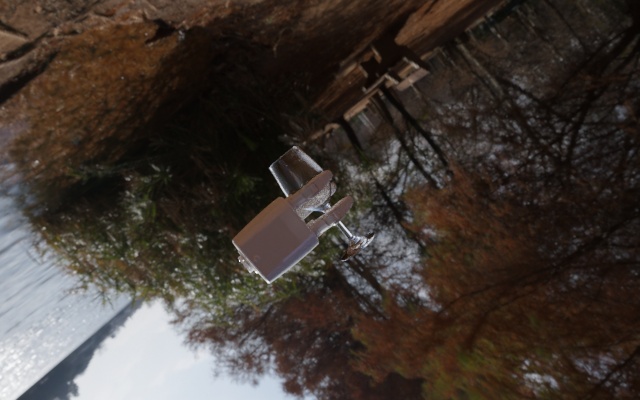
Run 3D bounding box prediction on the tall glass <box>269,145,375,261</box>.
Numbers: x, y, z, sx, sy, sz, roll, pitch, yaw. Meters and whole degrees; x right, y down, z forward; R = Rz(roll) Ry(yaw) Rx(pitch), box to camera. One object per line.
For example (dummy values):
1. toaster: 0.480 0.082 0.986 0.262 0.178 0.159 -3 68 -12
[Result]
1. tall glass: 0.001 0.003 0.802 0.079 0.201 0.079 -39 5 4
